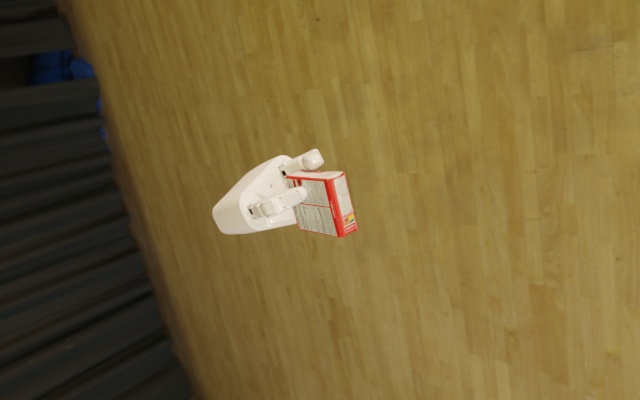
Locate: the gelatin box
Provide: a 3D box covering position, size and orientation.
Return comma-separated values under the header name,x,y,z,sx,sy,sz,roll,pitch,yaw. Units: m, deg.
name,x,y,z,sx,sy,sz,roll,pitch,yaw
gelatin box,0.000,0.002,0.578,0.030,0.073,0.089,-25,19,-34
